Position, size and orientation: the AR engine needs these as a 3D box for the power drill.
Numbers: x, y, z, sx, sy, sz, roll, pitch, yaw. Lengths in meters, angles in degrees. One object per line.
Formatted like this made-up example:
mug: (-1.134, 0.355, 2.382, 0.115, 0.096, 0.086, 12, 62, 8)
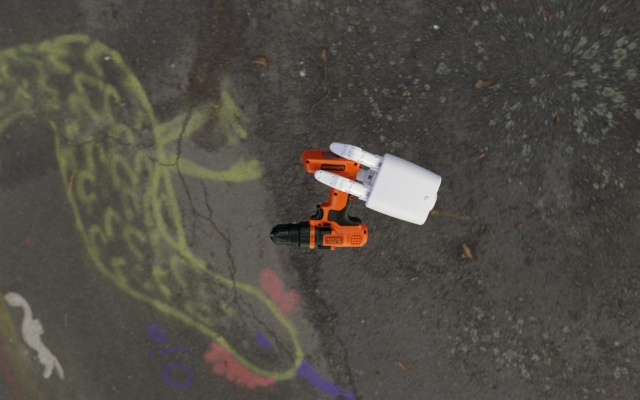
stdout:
power drill: (0.000, 0.002, 0.877, 0.184, 0.188, 0.057, 0, 26, -7)
